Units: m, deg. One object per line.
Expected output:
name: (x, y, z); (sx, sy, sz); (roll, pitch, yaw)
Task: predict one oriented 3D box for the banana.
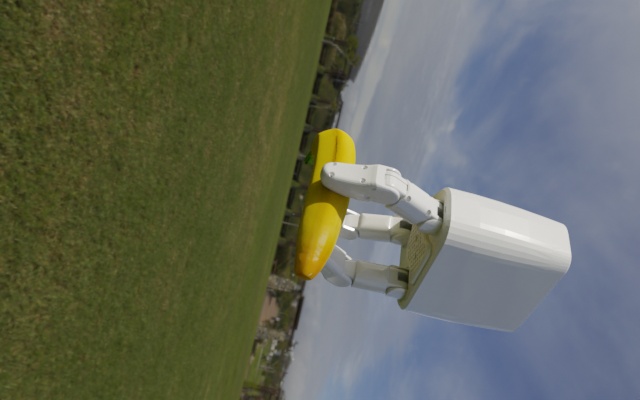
banana: (0.006, -0.016, 0.411); (0.037, 0.070, 0.197); (17, 30, -7)
